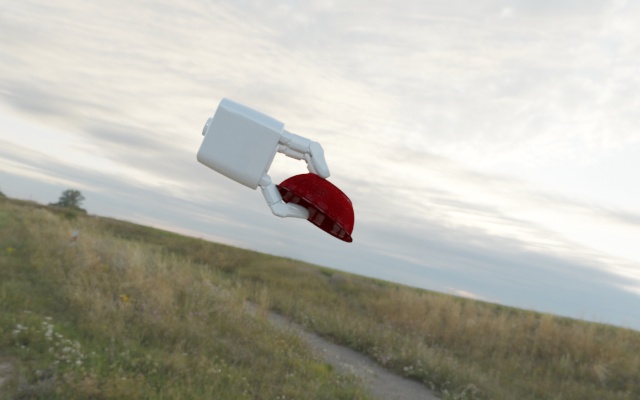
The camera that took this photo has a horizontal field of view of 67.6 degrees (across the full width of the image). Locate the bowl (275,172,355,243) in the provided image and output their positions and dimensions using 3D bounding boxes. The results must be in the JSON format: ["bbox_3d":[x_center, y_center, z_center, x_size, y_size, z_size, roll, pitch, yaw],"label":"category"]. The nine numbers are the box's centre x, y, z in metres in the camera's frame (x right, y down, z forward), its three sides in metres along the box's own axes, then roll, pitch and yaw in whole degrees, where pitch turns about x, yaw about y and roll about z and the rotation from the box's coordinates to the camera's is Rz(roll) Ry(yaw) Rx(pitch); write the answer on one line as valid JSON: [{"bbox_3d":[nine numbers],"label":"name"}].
[{"bbox_3d":[0.001,0.003,0.789,0.162,0.055,0.162,34,-11,8],"label":"bowl"}]
